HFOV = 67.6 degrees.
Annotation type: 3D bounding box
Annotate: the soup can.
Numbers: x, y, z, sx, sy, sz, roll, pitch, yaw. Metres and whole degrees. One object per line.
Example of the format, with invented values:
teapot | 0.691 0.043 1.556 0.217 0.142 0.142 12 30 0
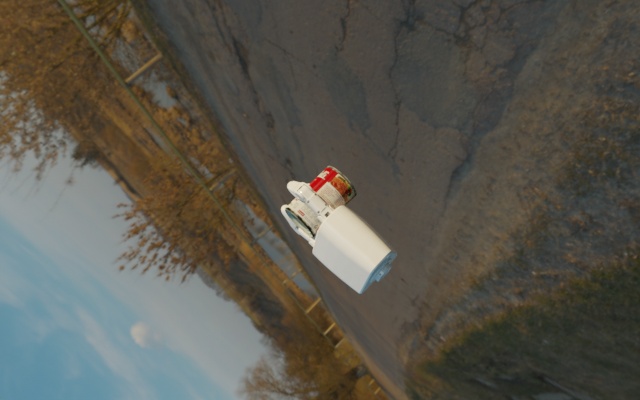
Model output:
soup can | 0.000 0.002 0.781 0.102 0.068 0.068 -45 12 -12
